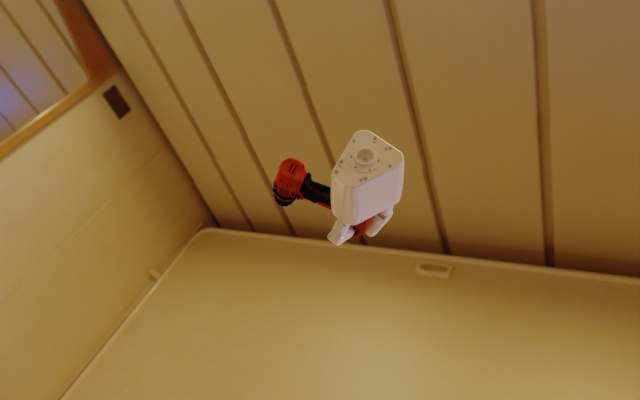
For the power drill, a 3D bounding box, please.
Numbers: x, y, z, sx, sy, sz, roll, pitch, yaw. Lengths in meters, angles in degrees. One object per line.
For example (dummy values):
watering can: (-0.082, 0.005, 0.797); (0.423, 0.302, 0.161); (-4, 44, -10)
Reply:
power drill: (0.001, 0.003, 0.873); (0.187, 0.057, 0.184); (25, -17, -1)
